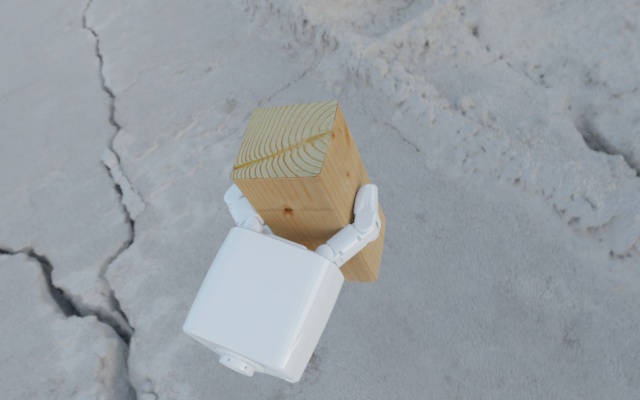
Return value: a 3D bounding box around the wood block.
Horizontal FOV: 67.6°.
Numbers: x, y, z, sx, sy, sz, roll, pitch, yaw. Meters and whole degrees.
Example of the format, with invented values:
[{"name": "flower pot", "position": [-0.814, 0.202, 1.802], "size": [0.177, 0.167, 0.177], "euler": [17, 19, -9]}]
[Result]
[{"name": "wood block", "position": [0.000, 0.002, 0.511], "size": [0.091, 0.090, 0.206], "euler": [-1, -34, 22]}]
